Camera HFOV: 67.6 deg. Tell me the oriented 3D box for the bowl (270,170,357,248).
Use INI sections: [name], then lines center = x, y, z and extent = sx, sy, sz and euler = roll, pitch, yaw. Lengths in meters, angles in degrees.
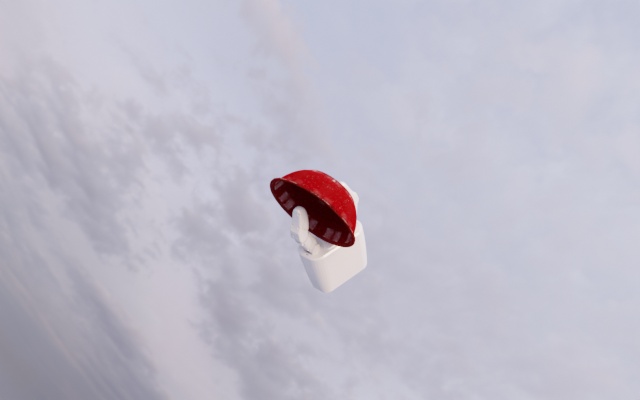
[bowl]
center = 0.000, 0.001, 0.746
extent = 0.162, 0.055, 0.162
euler = 32, -21, 14
